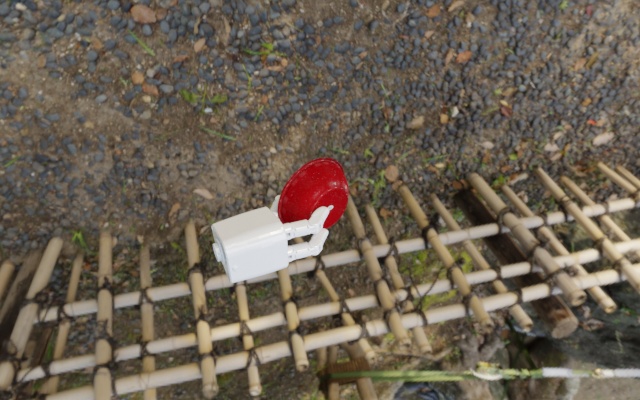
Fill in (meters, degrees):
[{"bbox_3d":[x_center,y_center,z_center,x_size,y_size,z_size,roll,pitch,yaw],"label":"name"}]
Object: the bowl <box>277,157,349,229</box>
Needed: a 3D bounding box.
[{"bbox_3d":[0.001,0.002,0.894,0.162,0.162,0.055,0,30,-46],"label":"bowl"}]
